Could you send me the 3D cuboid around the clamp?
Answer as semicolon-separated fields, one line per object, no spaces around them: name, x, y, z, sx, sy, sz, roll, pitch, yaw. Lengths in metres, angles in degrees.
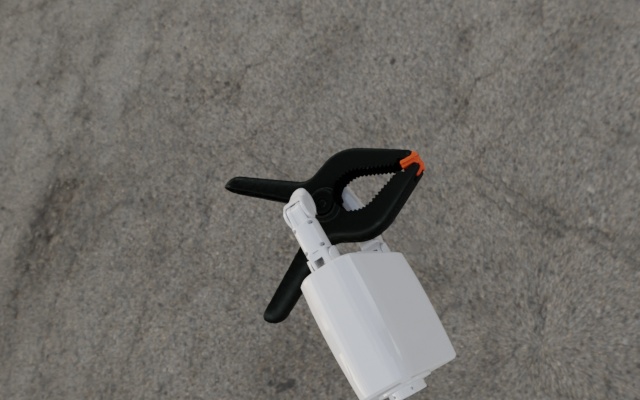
clamp;0.000;0.001;0.477;0.210;0.164;0.036;-34;-25;12
